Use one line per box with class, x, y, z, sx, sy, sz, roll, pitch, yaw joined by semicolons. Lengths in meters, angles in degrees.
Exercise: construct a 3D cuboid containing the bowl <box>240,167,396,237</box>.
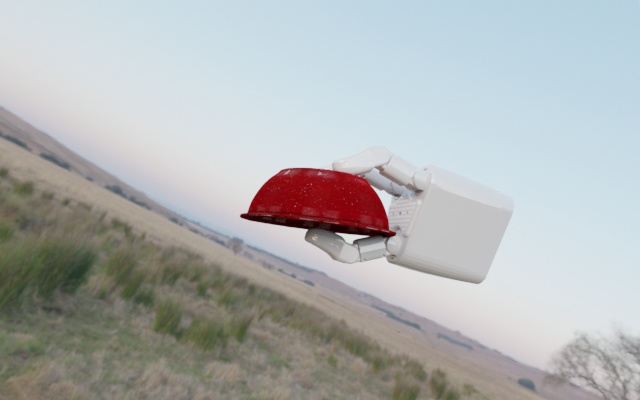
bowl;-0.001;0.001;0.495;0.162;0.055;0.162;6;-6;1
